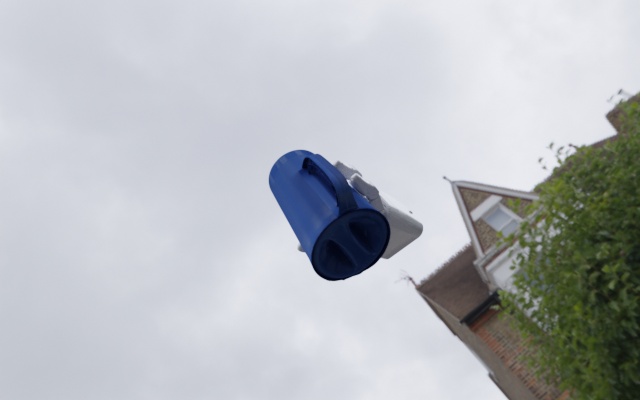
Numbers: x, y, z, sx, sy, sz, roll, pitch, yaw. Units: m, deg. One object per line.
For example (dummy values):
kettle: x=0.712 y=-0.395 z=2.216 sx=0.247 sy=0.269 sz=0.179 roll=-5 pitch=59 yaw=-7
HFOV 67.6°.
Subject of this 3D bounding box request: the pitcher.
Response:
pitcher: x=0.000 y=0.003 z=0.792 sx=0.145 sy=0.149 sz=0.242 roll=24 pitch=17 yaw=-38
